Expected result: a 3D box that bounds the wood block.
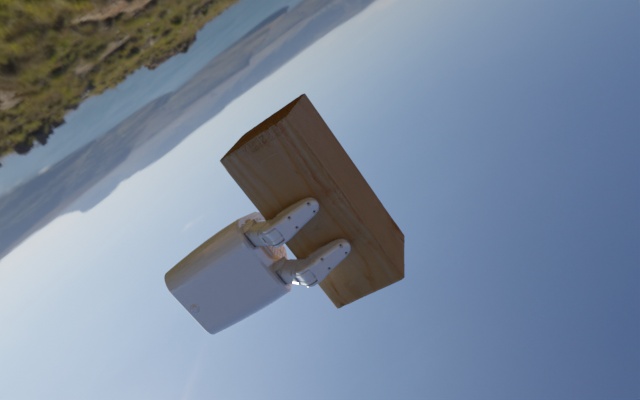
[{"bbox_3d":[0.000,0.002,0.519,0.090,0.206,0.090,-30,18,21],"label":"wood block"}]
